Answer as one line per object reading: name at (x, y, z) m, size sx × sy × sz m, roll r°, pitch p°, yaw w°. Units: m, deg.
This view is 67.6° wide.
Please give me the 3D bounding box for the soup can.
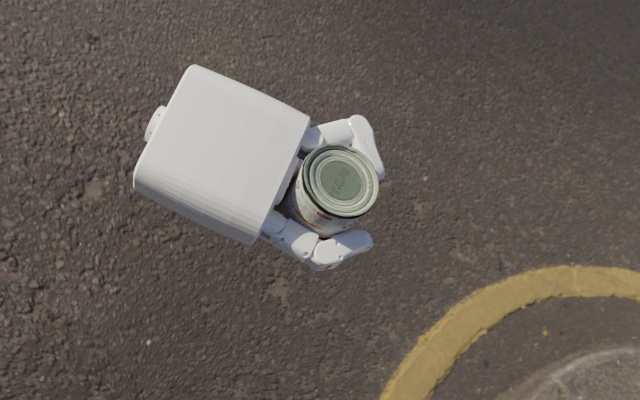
soup can at (0.001, 0.002, 0.418) m, size 0.068 × 0.068 × 0.102 m, roll 0°, pitch -22°, yaw -22°
